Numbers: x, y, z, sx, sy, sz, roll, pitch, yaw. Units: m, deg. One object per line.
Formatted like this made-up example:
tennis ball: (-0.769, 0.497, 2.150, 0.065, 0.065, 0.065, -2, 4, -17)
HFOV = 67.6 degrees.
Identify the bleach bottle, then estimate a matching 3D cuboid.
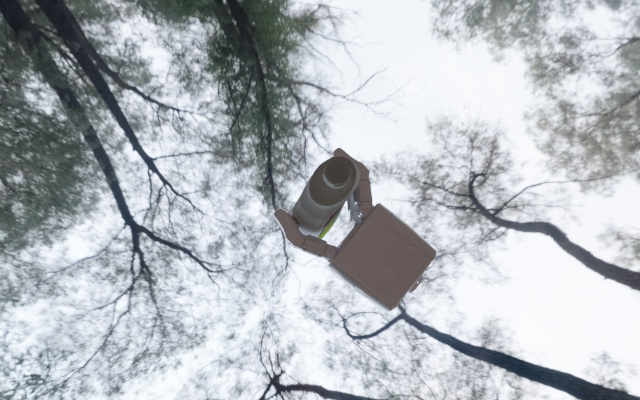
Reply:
bleach bottle: (0.000, 0.002, 0.653, 0.068, 0.102, 0.251, 39, -14, 3)
